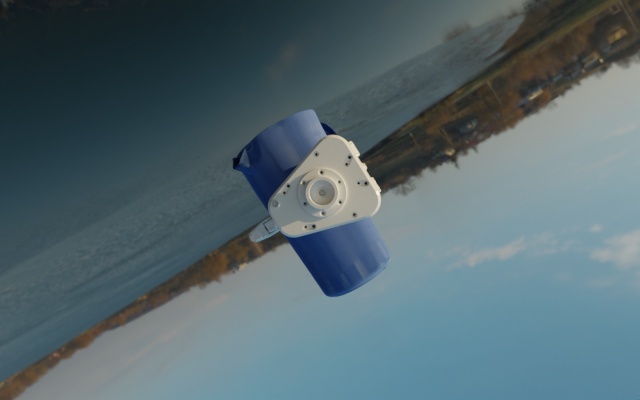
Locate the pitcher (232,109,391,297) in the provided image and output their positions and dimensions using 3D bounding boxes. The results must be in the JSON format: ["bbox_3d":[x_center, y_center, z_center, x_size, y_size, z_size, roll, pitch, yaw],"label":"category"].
[{"bbox_3d":[0.000,0.002,0.672,0.149,0.243,0.145,-31,0,1],"label":"pitcher"}]
